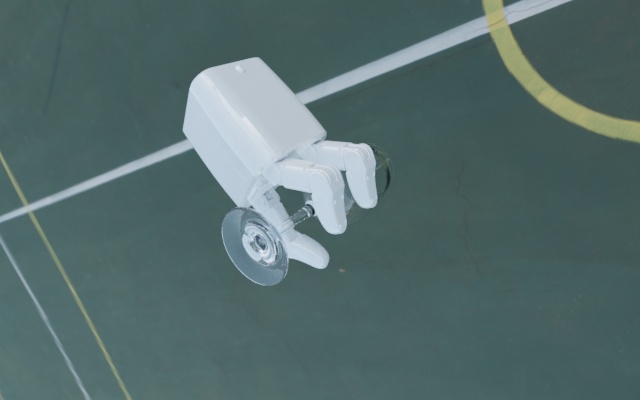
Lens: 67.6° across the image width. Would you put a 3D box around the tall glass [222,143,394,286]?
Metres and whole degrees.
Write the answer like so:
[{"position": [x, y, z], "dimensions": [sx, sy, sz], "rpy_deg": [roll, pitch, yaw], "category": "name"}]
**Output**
[{"position": [0.000, 0.002, 0.474], "dimensions": [0.079, 0.079, 0.201], "rpy_deg": [0, 22, 39], "category": "tall glass"}]
